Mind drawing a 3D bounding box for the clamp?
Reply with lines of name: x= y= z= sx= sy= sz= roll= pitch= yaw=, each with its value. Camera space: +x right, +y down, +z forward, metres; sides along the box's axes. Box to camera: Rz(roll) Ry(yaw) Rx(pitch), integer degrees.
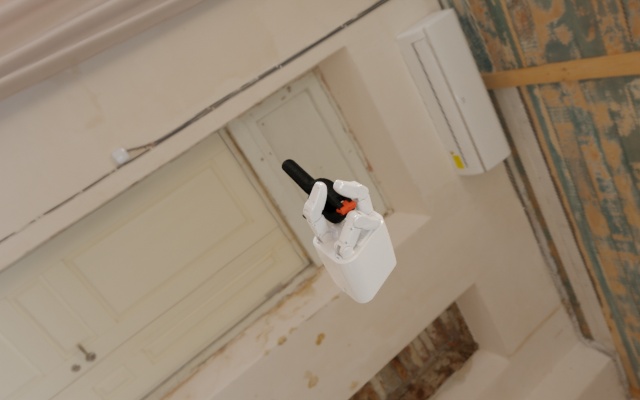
clamp: x=0.001 y=0.002 z=0.795 sx=0.039 sy=0.120 sz=0.171 roll=-37 pitch=37 yaw=-17
